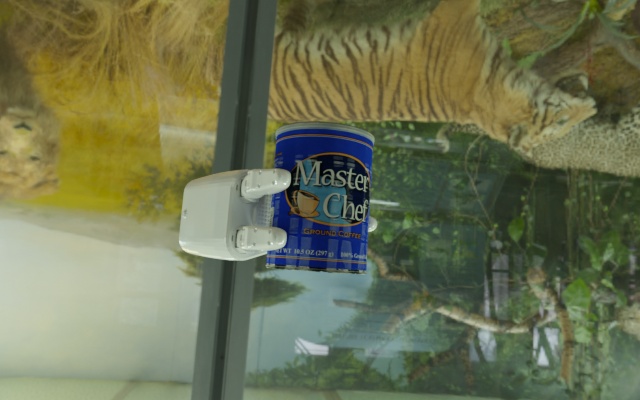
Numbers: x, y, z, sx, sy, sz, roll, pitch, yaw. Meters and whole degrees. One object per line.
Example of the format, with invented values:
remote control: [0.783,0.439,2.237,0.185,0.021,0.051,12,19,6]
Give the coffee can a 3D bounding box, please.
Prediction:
coffee can: [0.000,0.001,0.488,0.103,0.140,0.103,4,-7,1]
